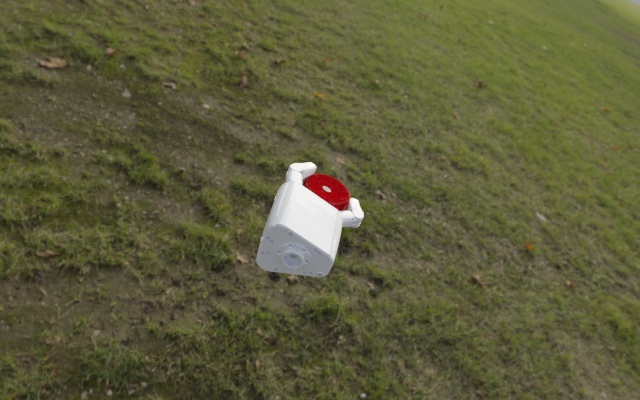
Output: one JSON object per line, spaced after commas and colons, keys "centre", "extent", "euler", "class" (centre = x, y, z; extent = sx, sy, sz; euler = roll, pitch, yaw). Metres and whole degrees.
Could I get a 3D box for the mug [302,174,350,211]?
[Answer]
{"centre": [0.000, 0.002, 0.816], "extent": [0.093, 0.081, 0.117], "euler": [21, 35, -7], "class": "mug"}
